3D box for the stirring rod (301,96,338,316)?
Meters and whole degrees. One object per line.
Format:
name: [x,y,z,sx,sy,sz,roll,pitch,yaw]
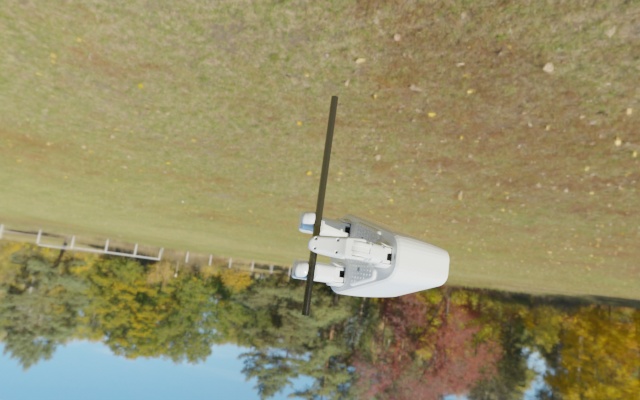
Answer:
stirring rod: [0.000,0.002,0.516,0.011,0.239,0.011,8,-9,1]
